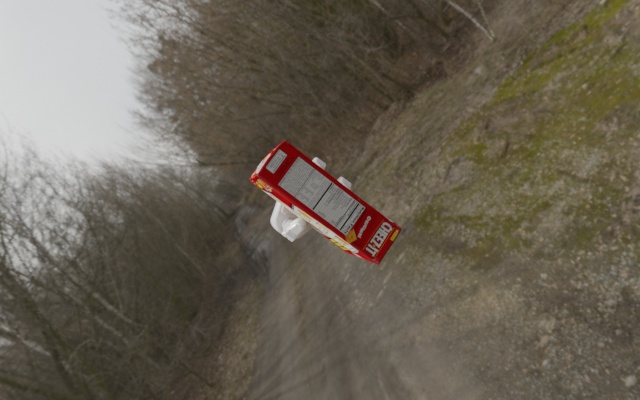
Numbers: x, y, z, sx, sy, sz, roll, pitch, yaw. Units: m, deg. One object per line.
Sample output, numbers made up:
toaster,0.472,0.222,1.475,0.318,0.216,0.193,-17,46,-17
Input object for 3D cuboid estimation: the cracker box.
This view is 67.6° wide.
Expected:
cracker box,0.000,0.002,0.730,0.214,0.072,0.164,37,-7,-10
